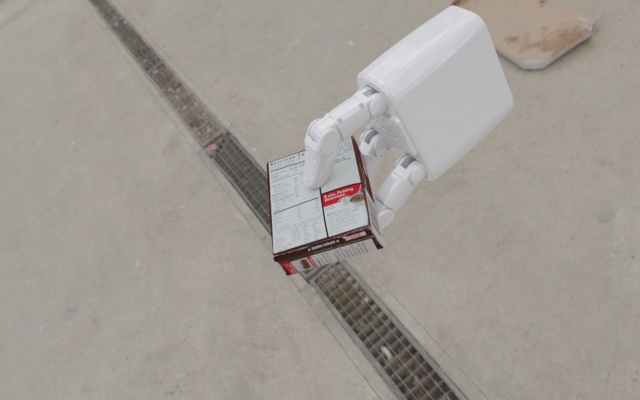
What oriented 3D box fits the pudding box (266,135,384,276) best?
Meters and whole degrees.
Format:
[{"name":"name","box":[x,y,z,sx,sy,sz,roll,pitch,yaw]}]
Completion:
[{"name":"pudding box","box":[0.000,0.001,0.429,0.090,0.113,0.039,-18,-41,13]}]
